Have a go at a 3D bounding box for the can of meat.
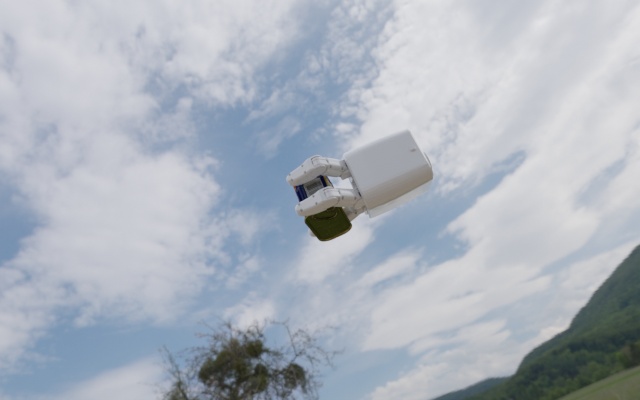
[{"bbox_3d":[0.000,0.002,0.728,0.057,0.084,0.102,-25,-31,6],"label":"can of meat"}]
